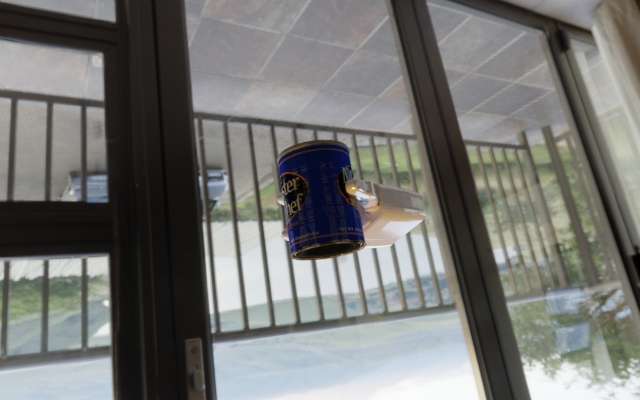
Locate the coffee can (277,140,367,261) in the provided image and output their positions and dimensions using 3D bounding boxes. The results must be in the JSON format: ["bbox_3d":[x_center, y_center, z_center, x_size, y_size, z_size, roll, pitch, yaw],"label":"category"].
[{"bbox_3d":[0.000,0.002,0.651,0.103,0.140,0.103,-8,-17,-3],"label":"coffee can"}]
